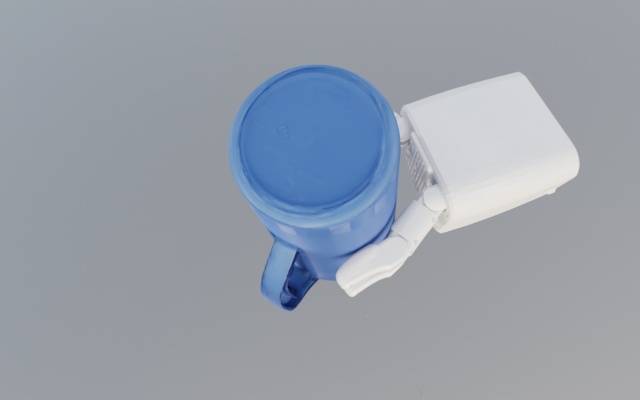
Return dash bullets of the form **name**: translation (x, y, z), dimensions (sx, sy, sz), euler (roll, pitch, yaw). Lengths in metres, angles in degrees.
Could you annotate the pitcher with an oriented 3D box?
- **pitcher**: translation (0.000, 0.001, 0.401), dimensions (0.145, 0.149, 0.243), euler (-17, -15, 1)
